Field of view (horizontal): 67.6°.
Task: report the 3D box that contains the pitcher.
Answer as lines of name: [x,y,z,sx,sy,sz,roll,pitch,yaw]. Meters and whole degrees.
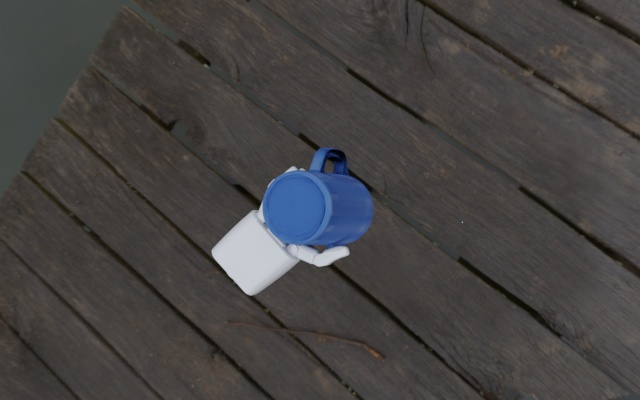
pitcher: [0.000,0.003,0.788,0.145,0.149,0.243,-40,-12,12]
